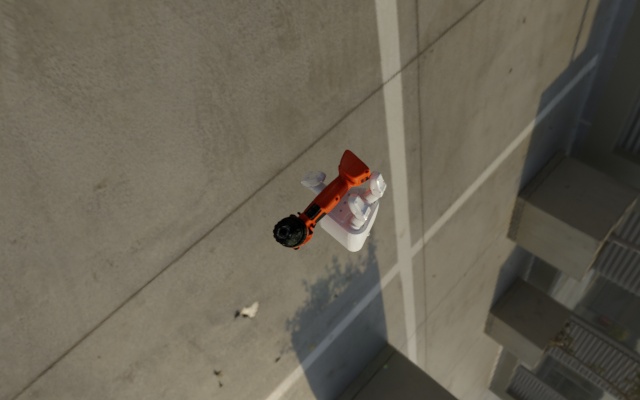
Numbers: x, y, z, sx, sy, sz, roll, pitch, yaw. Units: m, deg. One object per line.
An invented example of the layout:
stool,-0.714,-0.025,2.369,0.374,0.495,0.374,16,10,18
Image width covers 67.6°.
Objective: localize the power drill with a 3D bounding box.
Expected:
power drill,0.001,0.002,0.793,0.057,0.187,0.184,45,1,5
